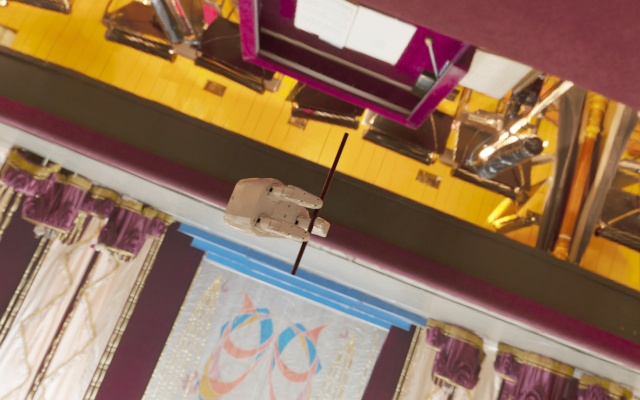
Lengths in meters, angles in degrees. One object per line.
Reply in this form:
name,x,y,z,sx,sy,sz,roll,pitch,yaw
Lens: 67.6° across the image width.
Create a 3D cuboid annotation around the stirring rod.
stirring rod,0.000,0.002,0.745,0.011,0.239,0.011,20,-11,4
